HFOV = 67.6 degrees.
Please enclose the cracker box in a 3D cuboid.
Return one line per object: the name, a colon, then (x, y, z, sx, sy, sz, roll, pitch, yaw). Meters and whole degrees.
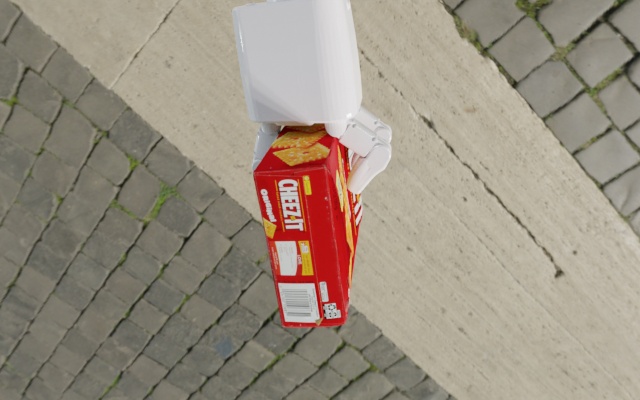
cracker box: (0.000, 0.002, 0.507, 0.072, 0.164, 0.213, -3, 25, 11)
